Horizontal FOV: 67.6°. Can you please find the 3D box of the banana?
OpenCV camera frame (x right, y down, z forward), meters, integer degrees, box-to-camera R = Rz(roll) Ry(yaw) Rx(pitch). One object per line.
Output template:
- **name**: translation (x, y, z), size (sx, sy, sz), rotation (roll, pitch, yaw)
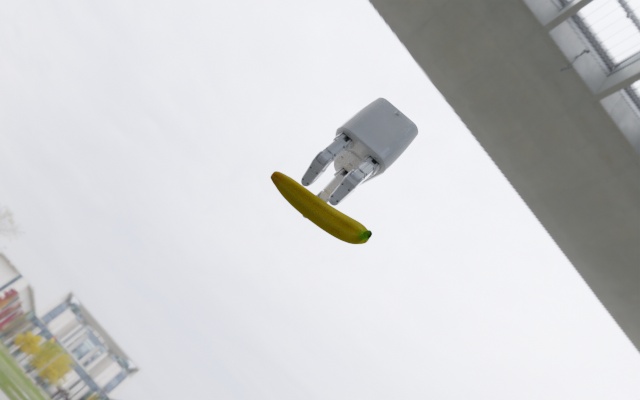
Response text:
- **banana**: translation (0.005, 0.016, 0.711), size (0.197, 0.070, 0.037), rotation (30, 61, 30)
